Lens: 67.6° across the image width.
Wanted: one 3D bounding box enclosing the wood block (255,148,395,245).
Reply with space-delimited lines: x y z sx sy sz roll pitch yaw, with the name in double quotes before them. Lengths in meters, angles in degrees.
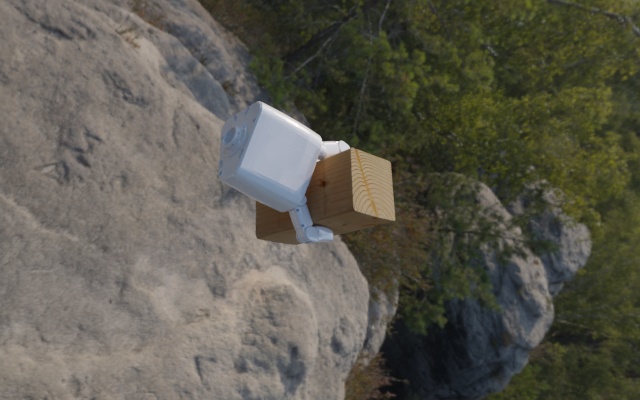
"wood block" 0.000 0.003 0.717 0.090 0.090 0.206 14 -23 -42
